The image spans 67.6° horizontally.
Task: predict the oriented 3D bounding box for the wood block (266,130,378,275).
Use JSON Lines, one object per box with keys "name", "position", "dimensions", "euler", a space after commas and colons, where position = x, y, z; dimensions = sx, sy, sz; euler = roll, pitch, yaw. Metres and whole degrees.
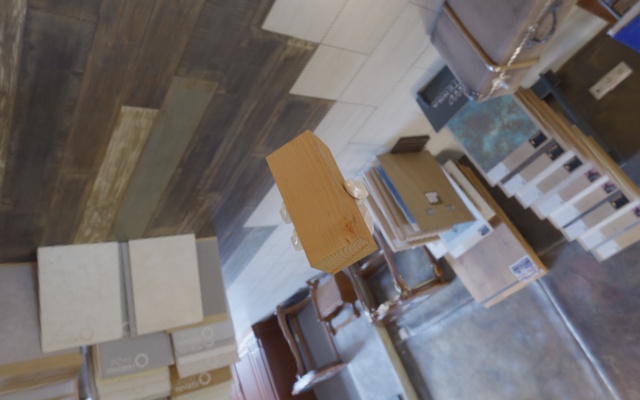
{"name": "wood block", "position": [0.001, 0.003, 0.772], "dimensions": [0.091, 0.206, 0.090], "euler": [-31, -26, 13]}
